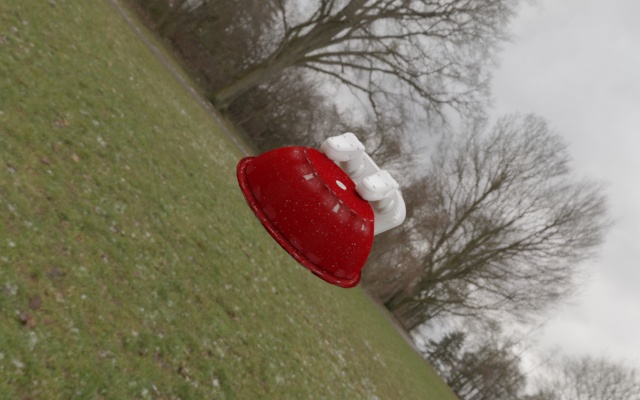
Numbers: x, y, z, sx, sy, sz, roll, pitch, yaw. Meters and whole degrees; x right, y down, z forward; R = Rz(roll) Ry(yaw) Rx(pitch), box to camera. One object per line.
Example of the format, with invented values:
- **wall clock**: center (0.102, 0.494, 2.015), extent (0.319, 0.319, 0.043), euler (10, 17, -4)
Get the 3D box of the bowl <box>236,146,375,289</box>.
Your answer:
- **bowl**: center (0.000, 0.001, 0.447), extent (0.055, 0.162, 0.162), euler (-43, -15, 17)
